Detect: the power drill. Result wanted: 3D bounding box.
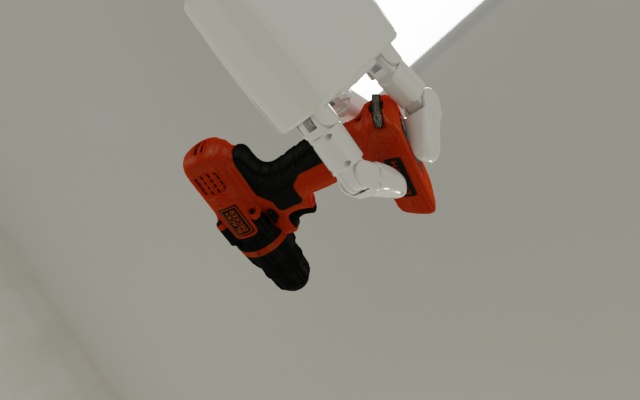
[{"bbox_3d":[0.000,0.001,0.422,0.187,0.184,0.057,-20,38,16],"label":"power drill"}]
